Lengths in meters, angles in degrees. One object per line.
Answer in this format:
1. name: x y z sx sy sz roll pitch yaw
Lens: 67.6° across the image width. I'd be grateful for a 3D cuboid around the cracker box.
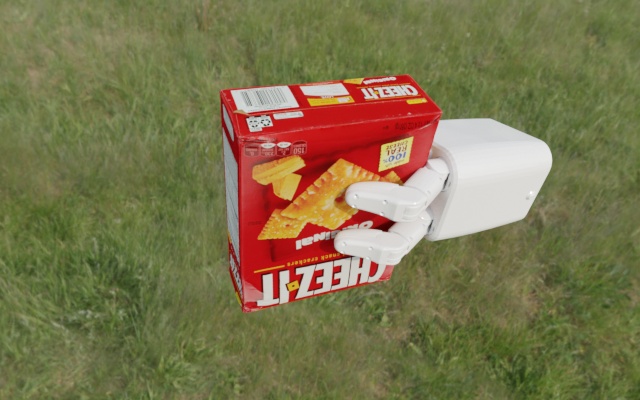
1. cracker box: 0.000 0.001 0.434 0.164 0.214 0.072 -9 44 -17
